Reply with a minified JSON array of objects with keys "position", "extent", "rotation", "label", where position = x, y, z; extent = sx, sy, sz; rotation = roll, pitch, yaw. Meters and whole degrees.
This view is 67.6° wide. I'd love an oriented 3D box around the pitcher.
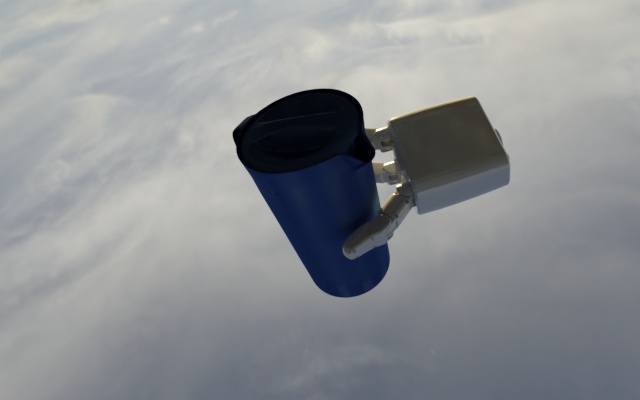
[{"position":[0.000,0.002,0.558],"extent":[0.145,0.243,0.149],"rotation":[-19,43,2],"label":"pitcher"}]
